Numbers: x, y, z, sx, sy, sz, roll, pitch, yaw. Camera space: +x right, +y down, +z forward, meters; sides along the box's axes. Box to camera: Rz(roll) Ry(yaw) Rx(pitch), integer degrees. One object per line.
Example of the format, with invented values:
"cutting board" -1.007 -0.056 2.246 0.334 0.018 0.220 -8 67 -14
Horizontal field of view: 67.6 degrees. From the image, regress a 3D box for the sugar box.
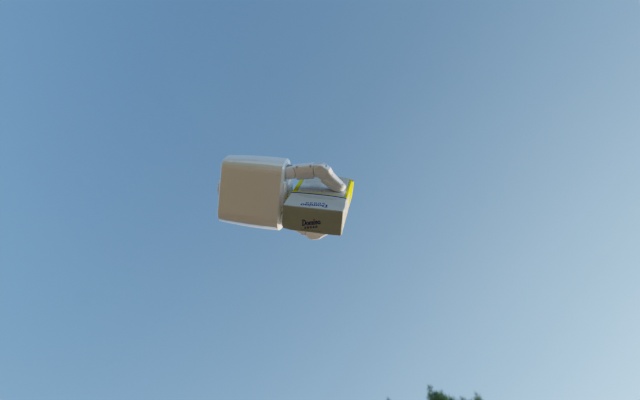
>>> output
"sugar box" 0.000 0.003 0.781 0.093 0.048 0.176 7 22 7
